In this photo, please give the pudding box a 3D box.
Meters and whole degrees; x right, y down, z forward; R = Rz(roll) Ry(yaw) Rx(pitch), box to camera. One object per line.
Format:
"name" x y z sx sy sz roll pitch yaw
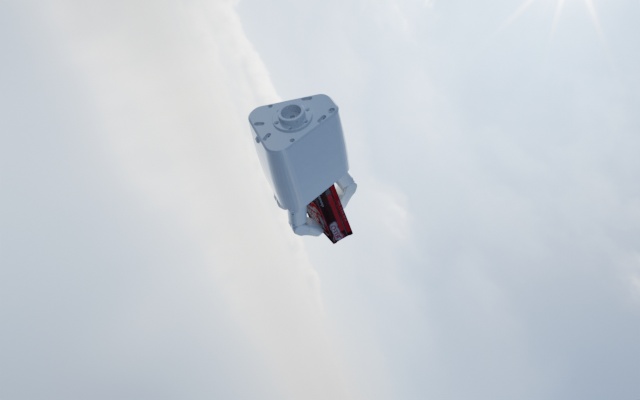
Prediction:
"pudding box" 0.000 0.002 0.709 0.039 0.090 0.113 -25 24 -9
